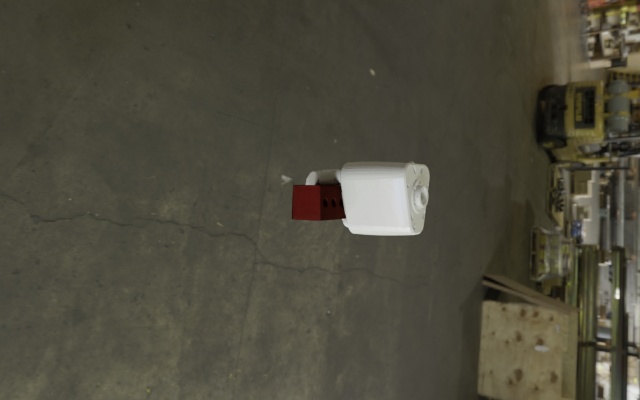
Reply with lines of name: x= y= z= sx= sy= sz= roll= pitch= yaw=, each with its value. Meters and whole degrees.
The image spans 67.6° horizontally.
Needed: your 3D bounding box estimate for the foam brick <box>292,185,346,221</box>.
foam brick: x=0.000 y=0.002 z=0.723 sx=0.051 sy=0.053 sz=0.078 roll=2 pitch=3 yaw=34
